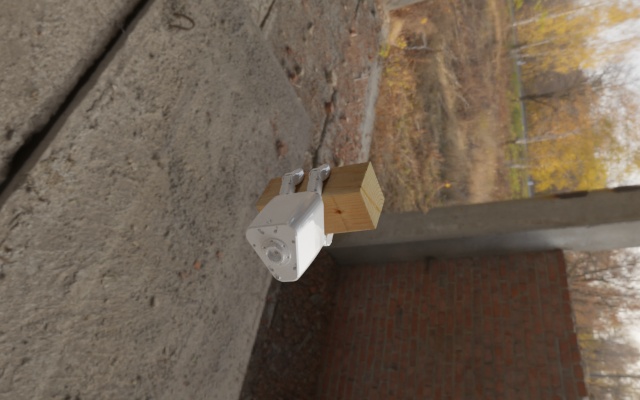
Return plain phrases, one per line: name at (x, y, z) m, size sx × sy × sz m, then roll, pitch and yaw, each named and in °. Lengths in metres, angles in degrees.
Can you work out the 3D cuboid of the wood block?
wood block at (0.000, 0.003, 0.880) m, size 0.206 × 0.091 × 0.090 m, roll -8°, pitch 36°, yaw 26°
